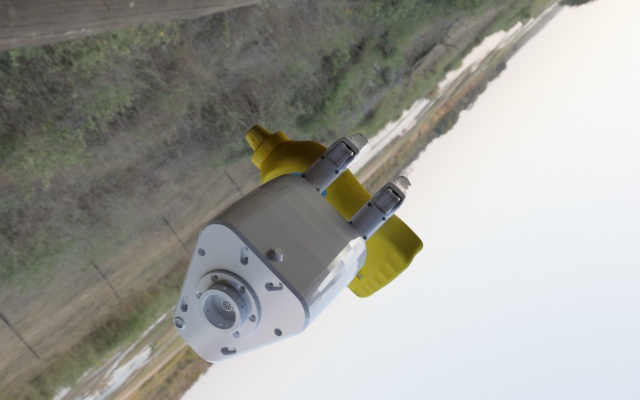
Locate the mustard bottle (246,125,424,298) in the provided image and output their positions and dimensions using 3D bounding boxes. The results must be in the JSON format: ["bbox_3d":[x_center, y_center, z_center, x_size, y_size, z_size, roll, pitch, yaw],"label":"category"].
[{"bbox_3d":[0.000,0.002,0.452,0.058,0.191,0.096,-42,-5,-37],"label":"mustard bottle"}]
